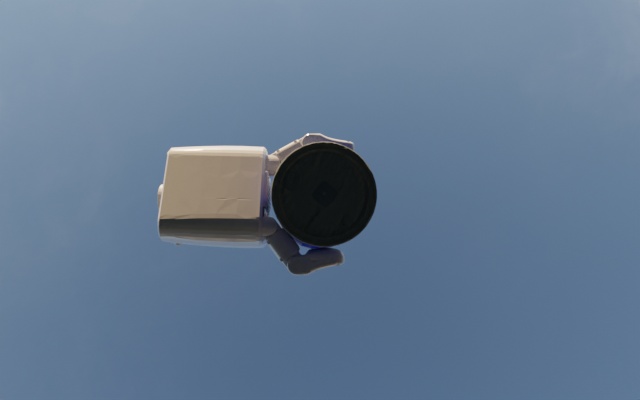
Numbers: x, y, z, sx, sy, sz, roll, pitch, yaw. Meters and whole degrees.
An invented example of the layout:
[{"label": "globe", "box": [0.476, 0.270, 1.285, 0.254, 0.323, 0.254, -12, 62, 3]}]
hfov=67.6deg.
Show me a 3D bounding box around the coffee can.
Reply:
[{"label": "coffee can", "box": [0.000, 0.002, 0.527, 0.103, 0.103, 0.140, 0, -7, -3]}]
